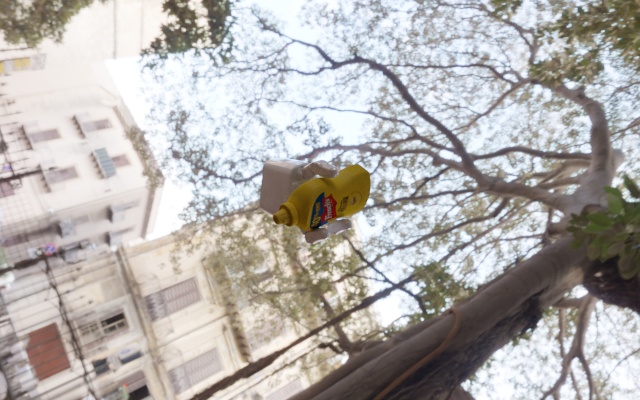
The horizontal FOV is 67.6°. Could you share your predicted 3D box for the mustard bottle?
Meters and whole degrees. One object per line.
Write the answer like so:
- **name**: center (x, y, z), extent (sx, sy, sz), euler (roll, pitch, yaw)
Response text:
- **mustard bottle**: center (0.001, 0.003, 0.836), extent (0.191, 0.096, 0.058), euler (-20, 48, -33)
